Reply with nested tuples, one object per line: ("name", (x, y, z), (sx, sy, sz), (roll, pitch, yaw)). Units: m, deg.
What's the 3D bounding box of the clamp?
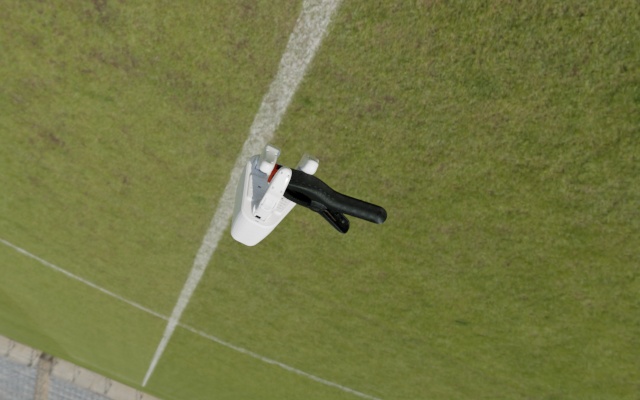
("clamp", (0.000, 0.003, 0.695), (0.171, 0.039, 0.120), (27, -28, -10))
